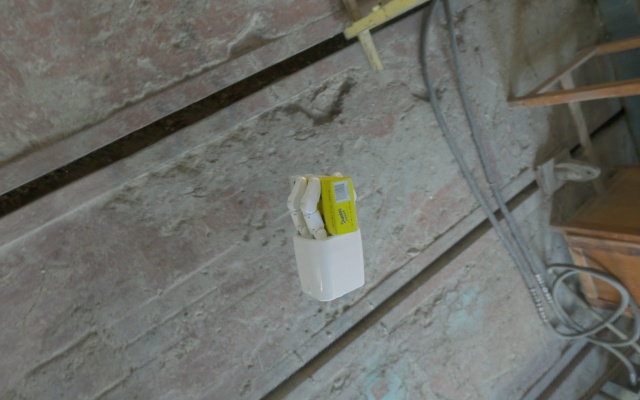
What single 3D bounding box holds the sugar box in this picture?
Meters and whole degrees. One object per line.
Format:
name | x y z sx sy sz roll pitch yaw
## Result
sugar box | 0.000 0.003 0.841 0.048 0.093 0.176 -11 8 -27
